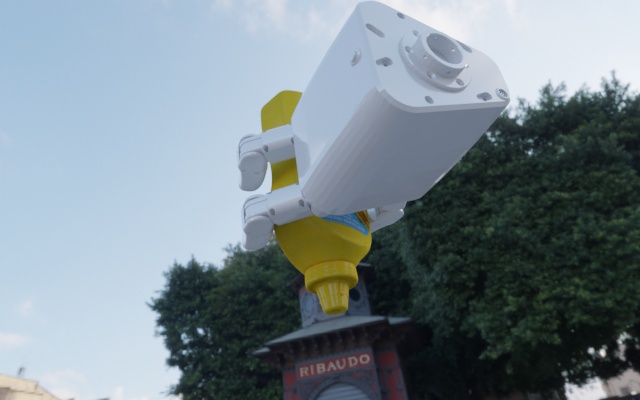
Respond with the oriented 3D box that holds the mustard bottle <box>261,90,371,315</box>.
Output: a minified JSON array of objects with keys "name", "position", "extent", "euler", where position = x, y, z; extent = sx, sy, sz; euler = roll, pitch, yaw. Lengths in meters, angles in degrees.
[{"name":"mustard bottle","position":[0.000,0.001,0.405],"extent":[0.058,0.191,0.096],"euler":[-31,-37,32]}]
